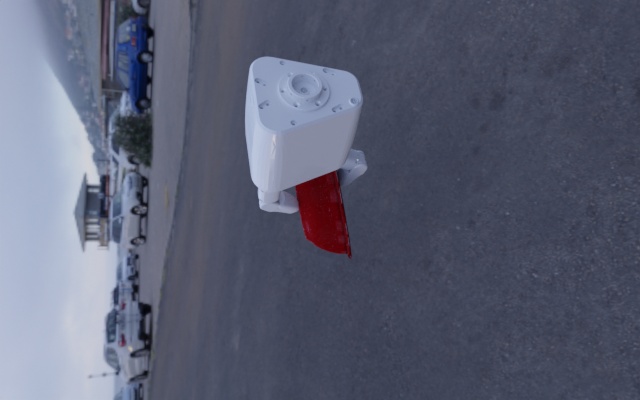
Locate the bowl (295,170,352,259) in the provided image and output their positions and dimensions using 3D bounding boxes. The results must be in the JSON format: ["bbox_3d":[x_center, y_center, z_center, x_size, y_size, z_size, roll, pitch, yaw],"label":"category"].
[{"bbox_3d":[0.000,0.003,0.635,0.055,0.162,0.162,-11,0,1],"label":"bowl"}]
